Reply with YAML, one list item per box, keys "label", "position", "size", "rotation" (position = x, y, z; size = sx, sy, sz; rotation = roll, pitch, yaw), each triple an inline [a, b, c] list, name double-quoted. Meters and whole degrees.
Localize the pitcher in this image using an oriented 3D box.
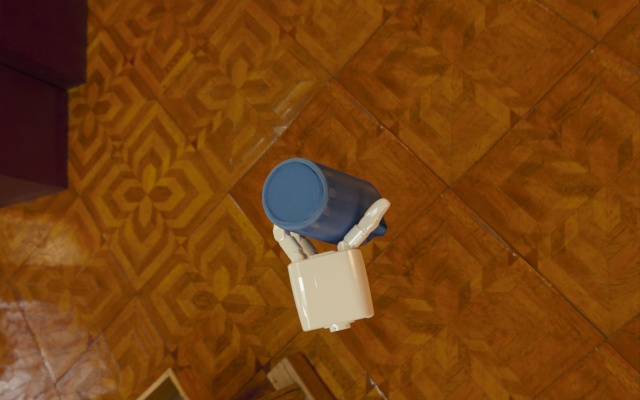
- label: "pitcher"
  position: [0.000, 0.003, 0.789]
  size: [0.149, 0.145, 0.243]
  rotation: [-19, -16, 21]
